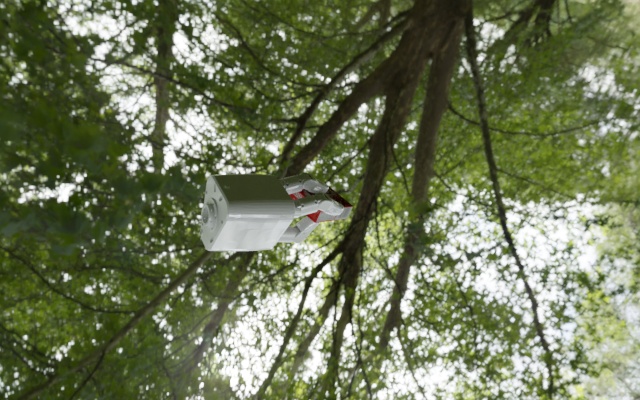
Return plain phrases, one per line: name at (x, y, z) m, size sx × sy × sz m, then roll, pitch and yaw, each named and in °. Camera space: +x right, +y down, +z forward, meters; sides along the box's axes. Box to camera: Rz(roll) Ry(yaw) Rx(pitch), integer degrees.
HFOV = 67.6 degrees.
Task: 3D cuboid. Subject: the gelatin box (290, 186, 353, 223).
gelatin box at (0.000, 0.003, 0.806) m, size 0.089 × 0.030 × 0.073 m, roll -5°, pitch 37°, yaw -48°
